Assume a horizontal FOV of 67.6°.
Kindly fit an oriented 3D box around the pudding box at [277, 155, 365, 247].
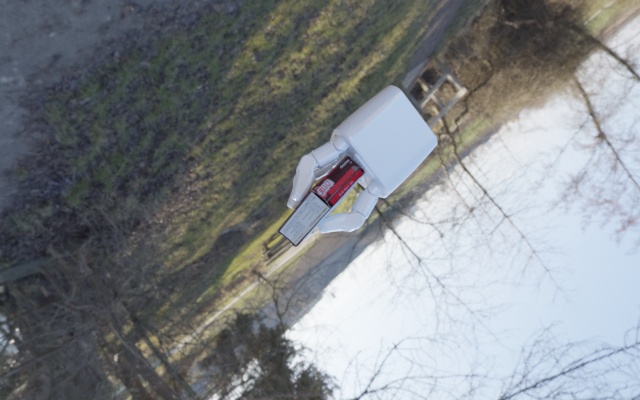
[{"bbox_3d":[0.000,0.002,0.633,0.090,0.039,0.113,-44,-5,-42],"label":"pudding box"}]
